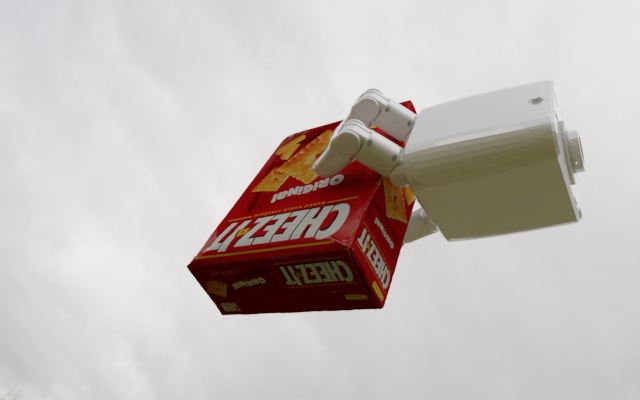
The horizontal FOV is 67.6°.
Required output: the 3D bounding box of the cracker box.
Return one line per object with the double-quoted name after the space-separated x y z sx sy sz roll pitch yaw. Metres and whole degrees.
0.000 0.001 0.447 0.164 0.072 0.213 -11 32 32 "cracker box"
